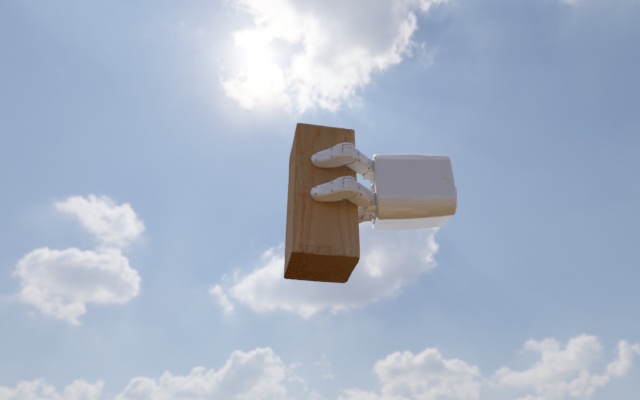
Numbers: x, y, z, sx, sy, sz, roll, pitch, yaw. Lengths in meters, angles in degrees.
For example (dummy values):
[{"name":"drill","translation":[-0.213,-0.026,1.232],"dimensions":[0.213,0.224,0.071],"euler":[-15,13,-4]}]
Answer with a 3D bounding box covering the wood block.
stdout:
[{"name":"wood block","translation":[0.000,0.002,0.676],"dimensions":[0.090,0.206,0.091],"euler":[5,-32,-8]}]
